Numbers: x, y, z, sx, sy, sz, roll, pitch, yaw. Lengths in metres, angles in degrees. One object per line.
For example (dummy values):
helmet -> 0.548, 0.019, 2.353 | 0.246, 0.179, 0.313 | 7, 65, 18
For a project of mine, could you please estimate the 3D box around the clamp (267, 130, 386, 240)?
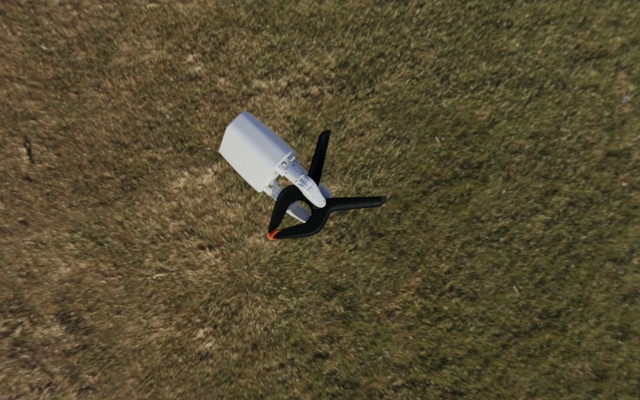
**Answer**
clamp -> 0.000, 0.003, 0.817 | 0.164, 0.210, 0.036 | 43, -12, 1
